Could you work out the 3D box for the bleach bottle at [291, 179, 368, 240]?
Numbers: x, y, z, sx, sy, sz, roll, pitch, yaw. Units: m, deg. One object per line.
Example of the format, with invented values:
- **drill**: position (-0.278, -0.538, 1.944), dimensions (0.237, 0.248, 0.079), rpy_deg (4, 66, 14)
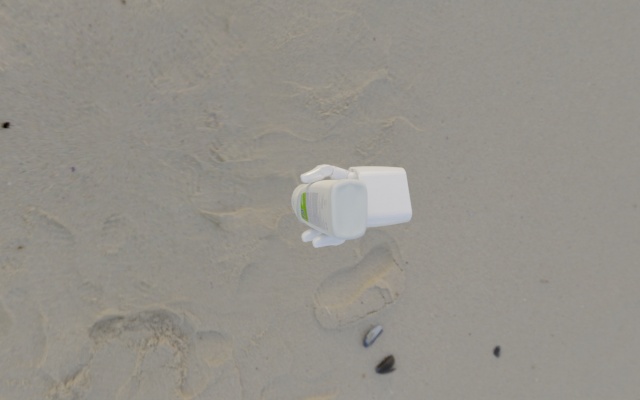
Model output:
- **bleach bottle**: position (0.000, 0.003, 0.877), dimensions (0.068, 0.102, 0.251), rpy_deg (-4, 8, -22)
